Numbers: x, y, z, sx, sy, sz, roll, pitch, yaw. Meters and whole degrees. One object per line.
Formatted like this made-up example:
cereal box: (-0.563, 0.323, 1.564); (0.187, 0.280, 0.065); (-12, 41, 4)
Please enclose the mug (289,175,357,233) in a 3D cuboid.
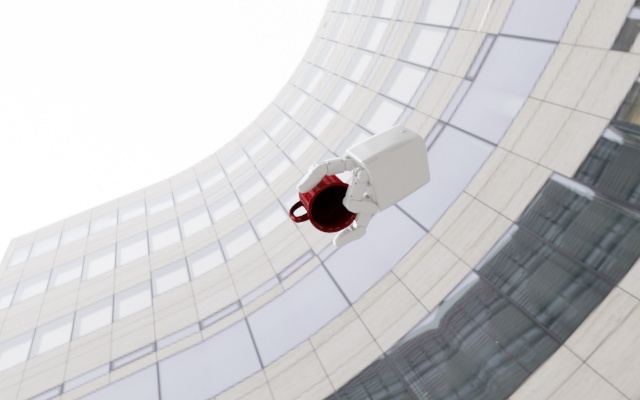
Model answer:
mug: (-0.001, 0.003, 0.822); (0.117, 0.093, 0.081); (-28, 30, -6)
